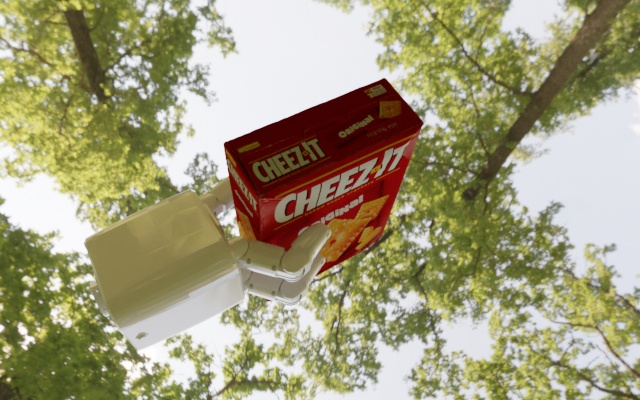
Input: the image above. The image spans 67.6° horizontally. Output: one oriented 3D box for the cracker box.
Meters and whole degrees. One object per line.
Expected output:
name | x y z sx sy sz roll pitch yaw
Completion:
cracker box | 0.000 0.002 0.482 0.164 0.072 0.214 -26 -27 -20
